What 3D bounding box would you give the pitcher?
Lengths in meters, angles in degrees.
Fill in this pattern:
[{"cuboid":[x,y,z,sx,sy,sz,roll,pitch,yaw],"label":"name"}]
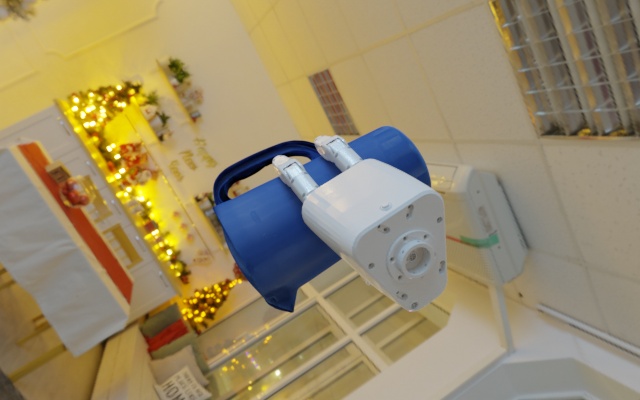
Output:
[{"cuboid":[0.000,0.002,0.572,0.243,0.149,0.145,-30,26,-12],"label":"pitcher"}]
